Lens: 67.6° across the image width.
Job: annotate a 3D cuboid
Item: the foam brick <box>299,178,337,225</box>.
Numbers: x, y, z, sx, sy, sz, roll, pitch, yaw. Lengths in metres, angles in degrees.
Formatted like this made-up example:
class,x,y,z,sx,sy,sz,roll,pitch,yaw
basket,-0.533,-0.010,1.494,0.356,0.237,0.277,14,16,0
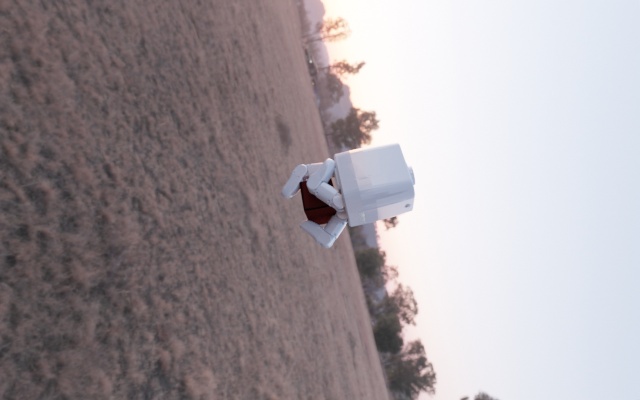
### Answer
class,x,y,z,sx,sy,sz,roll,pitch,yaw
foam brick,0.000,0.003,0.776,0.051,0.053,0.078,-12,-22,3
